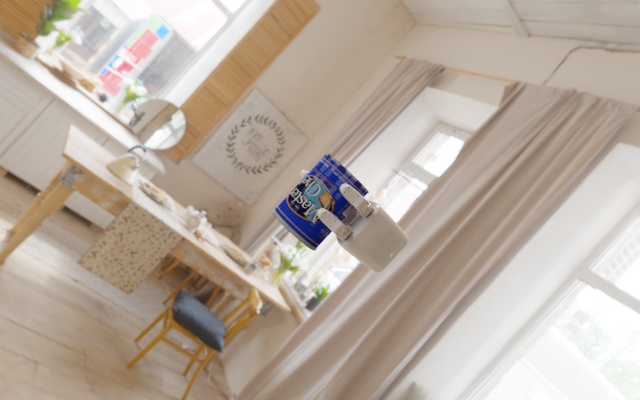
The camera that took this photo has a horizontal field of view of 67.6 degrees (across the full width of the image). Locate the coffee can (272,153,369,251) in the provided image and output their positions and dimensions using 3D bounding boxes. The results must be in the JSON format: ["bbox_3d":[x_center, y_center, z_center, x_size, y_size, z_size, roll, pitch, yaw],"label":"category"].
[{"bbox_3d":[0.000,0.003,0.833,0.103,0.140,0.103,43,1,-1],"label":"coffee can"}]
